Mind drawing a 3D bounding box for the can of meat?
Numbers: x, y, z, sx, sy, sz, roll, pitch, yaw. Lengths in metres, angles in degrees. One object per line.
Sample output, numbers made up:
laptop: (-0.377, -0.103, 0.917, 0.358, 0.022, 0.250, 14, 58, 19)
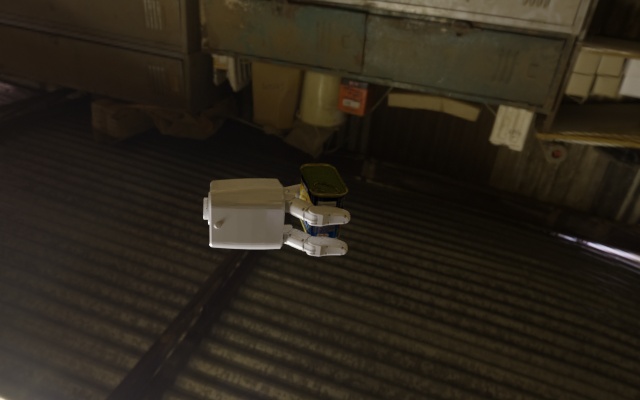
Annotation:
can of meat: (0.000, 0.003, 0.731, 0.057, 0.084, 0.102, -1, 30, -15)
